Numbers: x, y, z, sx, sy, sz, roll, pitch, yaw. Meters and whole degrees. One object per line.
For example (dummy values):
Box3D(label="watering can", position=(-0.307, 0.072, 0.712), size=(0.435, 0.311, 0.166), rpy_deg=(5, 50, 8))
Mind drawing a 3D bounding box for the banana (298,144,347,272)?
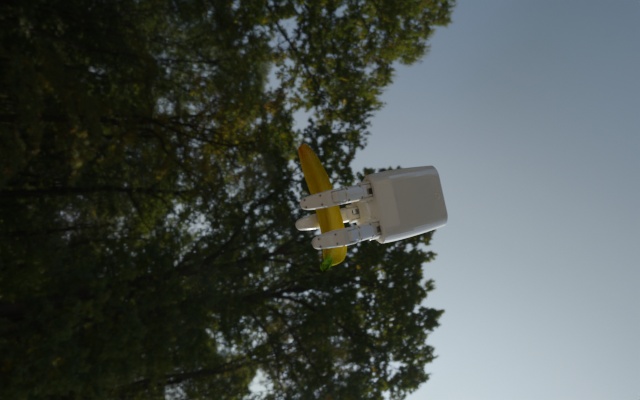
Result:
Box3D(label="banana", position=(0.006, 0.012, 0.696), size=(0.037, 0.197, 0.070), rpy_deg=(-18, -24, 12))
